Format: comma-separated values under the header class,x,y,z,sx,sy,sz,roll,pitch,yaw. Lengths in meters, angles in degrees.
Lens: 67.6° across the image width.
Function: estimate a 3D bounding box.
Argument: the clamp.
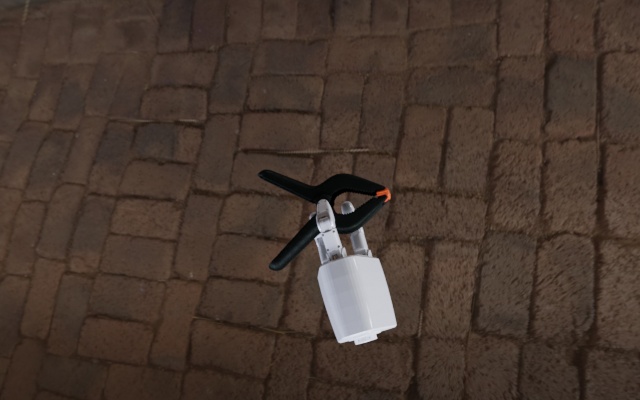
class,x,y,z,sx,sy,sz,roll,pitch,yaw
clamp,0.000,0.002,0.739,0.210,0.164,0.036,-19,-17,9
